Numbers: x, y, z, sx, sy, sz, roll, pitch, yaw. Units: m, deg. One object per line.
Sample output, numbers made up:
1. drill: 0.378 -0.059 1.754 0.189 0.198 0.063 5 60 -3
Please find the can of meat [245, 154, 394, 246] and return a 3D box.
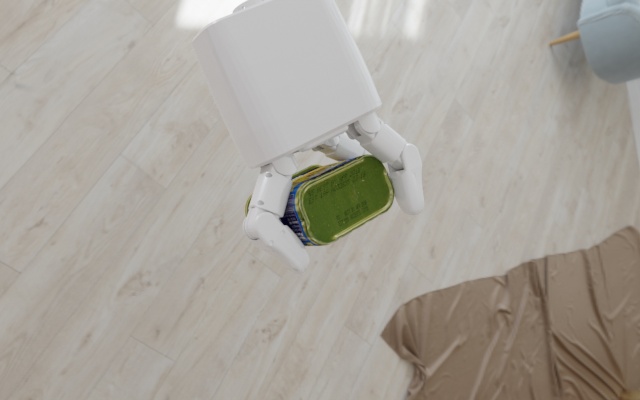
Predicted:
1. can of meat: 0.000 0.001 0.410 0.102 0.057 0.084 -28 10 -34
